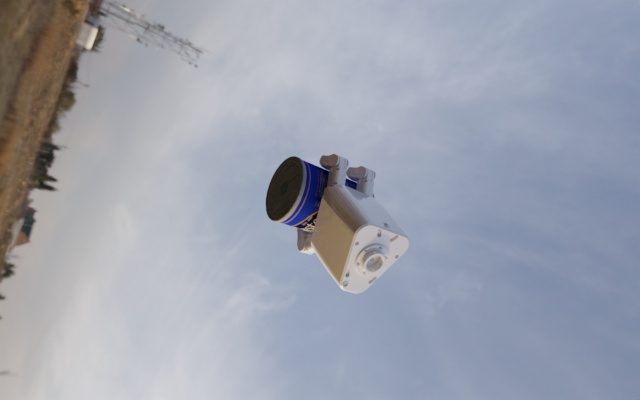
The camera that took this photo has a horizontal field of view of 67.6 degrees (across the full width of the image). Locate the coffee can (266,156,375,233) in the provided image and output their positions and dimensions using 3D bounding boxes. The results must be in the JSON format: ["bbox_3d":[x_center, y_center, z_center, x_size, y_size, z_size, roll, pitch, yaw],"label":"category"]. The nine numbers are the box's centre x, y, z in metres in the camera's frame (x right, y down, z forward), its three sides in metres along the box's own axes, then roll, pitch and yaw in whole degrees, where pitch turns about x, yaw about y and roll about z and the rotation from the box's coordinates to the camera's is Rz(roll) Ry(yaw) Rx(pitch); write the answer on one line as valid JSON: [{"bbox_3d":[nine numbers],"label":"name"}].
[{"bbox_3d":[0.000,0.002,0.747,0.140,0.103,0.103,20,-11,-32],"label":"coffee can"}]
